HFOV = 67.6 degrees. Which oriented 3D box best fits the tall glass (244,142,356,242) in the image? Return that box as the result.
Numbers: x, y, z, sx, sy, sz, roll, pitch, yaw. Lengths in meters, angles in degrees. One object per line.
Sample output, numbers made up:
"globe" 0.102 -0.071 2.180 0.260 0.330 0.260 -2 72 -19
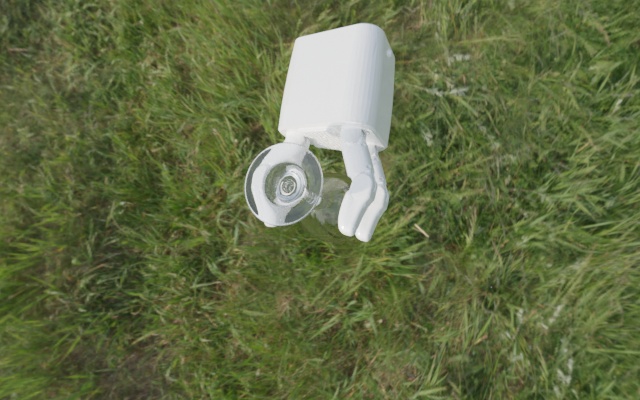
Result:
"tall glass" 0.000 0.002 0.504 0.079 0.079 0.201 0 -10 20
